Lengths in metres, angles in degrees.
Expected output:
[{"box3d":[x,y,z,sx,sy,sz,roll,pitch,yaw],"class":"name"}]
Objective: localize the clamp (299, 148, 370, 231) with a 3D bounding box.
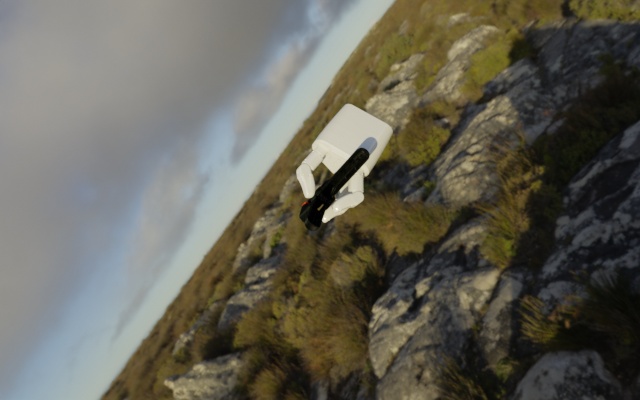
[{"box3d":[-0.001,0.002,0.837,0.036,0.164,0.210,39,-25,-6],"class":"clamp"}]
